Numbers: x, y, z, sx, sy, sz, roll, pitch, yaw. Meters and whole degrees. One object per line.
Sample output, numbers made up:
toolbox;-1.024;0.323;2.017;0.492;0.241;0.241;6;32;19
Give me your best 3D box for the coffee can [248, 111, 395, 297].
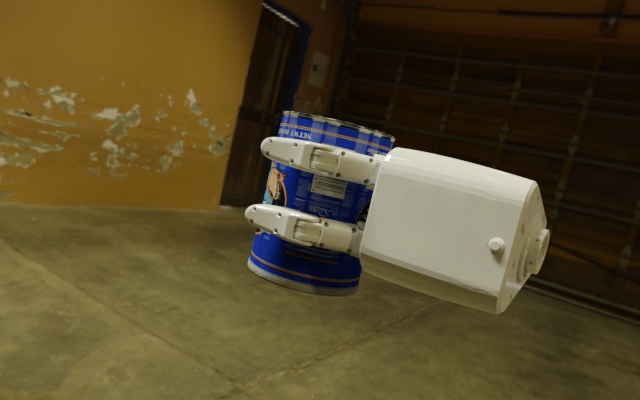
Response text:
coffee can;0.000;0.002;0.428;0.103;0.140;0.103;13;5;-1
